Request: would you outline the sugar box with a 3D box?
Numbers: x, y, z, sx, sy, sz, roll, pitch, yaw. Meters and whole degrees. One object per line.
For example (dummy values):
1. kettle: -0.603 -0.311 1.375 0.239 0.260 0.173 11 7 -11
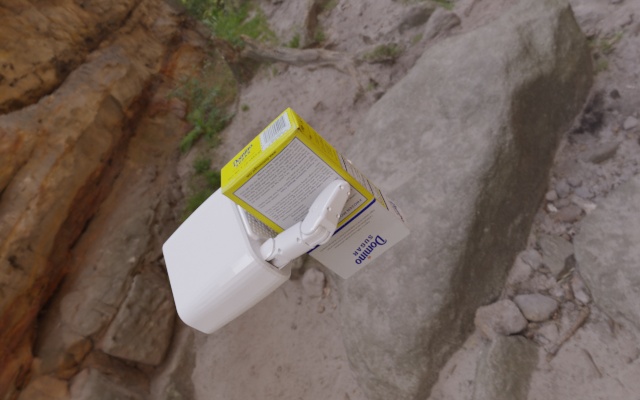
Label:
1. sugar box: 0.000 0.001 0.467 0.093 0.048 0.176 -38 -53 18
